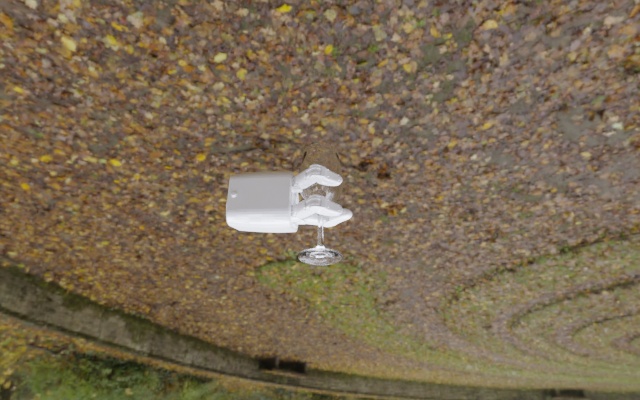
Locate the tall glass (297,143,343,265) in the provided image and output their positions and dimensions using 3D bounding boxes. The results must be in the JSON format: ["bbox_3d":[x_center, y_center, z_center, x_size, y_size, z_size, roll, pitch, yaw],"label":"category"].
[{"bbox_3d":[0.000,0.003,0.810,0.079,0.201,0.079,1,-27,0],"label":"tall glass"}]
